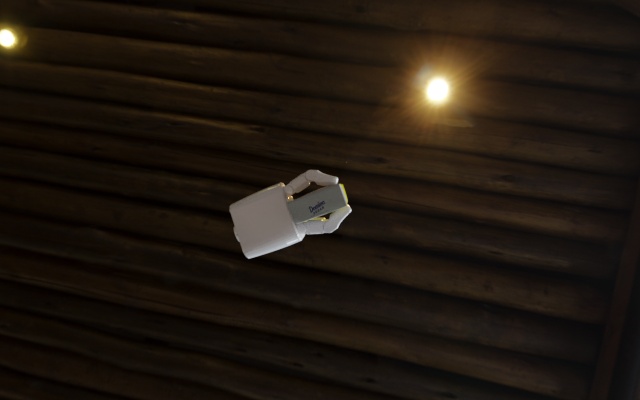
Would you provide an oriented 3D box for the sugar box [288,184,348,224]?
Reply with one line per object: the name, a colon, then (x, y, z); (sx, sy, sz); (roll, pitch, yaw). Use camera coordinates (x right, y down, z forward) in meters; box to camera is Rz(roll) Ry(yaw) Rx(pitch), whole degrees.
sugar box: (0.000, 0.003, 0.857); (0.093, 0.048, 0.176); (-20, 3, 5)
